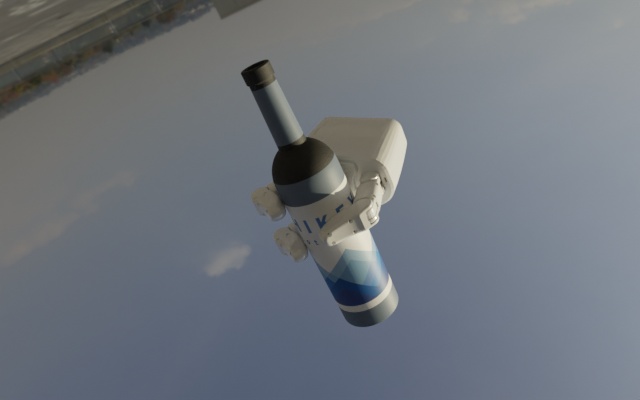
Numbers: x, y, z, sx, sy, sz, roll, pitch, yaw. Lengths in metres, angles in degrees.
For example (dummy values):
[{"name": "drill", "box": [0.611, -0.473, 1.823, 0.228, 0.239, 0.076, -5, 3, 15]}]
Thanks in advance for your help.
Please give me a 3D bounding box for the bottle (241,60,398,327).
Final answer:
[{"name": "bottle", "box": [0.000, 0.002, 0.481, 0.069, 0.296, 0.069, -20, 27, 11]}]
